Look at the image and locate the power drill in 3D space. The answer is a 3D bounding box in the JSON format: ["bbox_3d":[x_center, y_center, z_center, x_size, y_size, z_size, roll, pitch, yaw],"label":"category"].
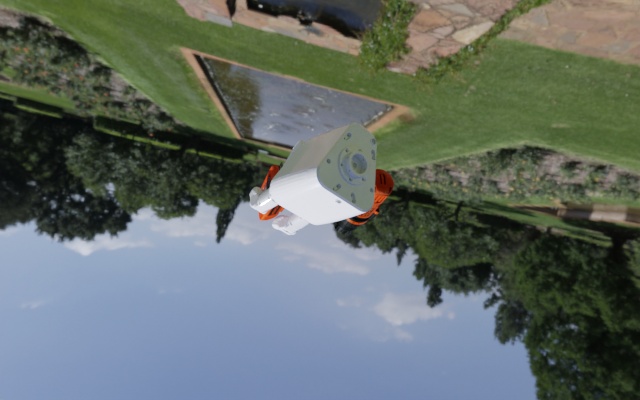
[{"bbox_3d":[0.000,0.002,0.756,0.187,0.057,0.184,3,-29,-18],"label":"power drill"}]
